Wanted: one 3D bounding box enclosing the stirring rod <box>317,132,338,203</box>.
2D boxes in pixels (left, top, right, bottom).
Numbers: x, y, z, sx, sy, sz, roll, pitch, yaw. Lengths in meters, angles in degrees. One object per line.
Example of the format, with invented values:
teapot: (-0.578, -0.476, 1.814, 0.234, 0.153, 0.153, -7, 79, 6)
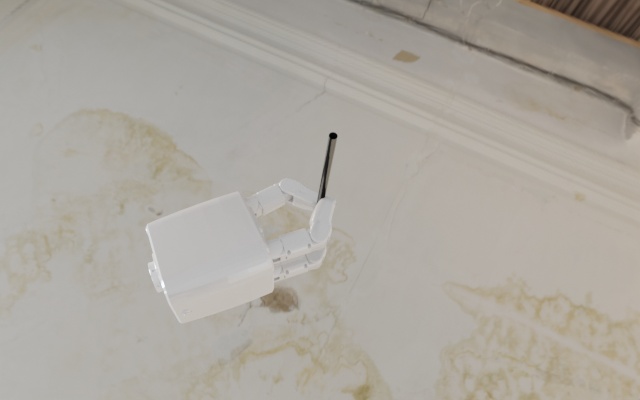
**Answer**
stirring rod: (0.000, 0.002, 0.530, 0.011, 0.011, 0.240, 0, -30, -6)
